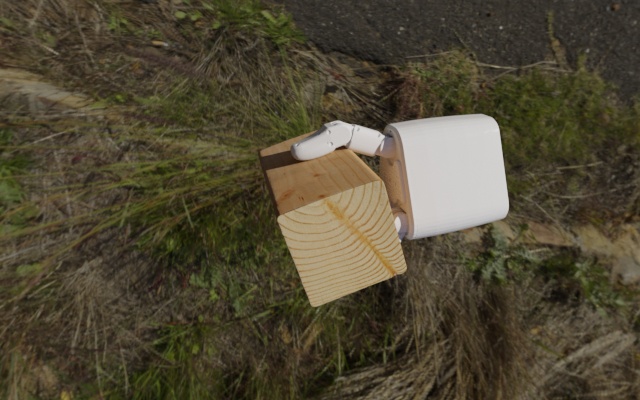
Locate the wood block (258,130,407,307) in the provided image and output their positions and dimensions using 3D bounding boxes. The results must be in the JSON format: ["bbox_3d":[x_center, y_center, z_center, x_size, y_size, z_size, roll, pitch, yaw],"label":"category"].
[{"bbox_3d":[0.000,0.001,0.478,0.090,0.091,0.206,-20,22,-4],"label":"wood block"}]
